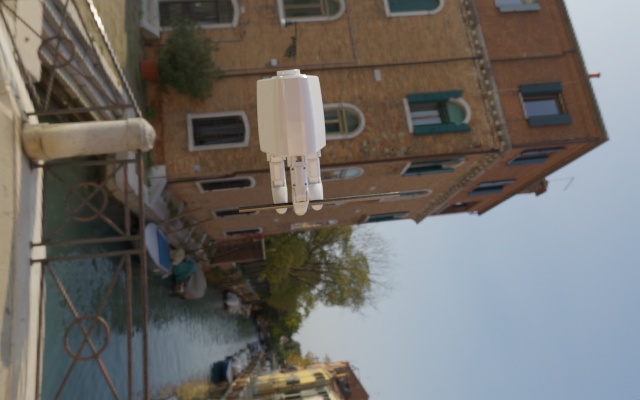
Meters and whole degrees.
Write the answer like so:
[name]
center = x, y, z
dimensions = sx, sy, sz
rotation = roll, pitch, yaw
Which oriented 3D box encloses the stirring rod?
[stirring rod]
center = 0.000, 0.002, 0.711
dimensions = 0.239, 0.011, 0.011
rotation = -5, 0, -6
